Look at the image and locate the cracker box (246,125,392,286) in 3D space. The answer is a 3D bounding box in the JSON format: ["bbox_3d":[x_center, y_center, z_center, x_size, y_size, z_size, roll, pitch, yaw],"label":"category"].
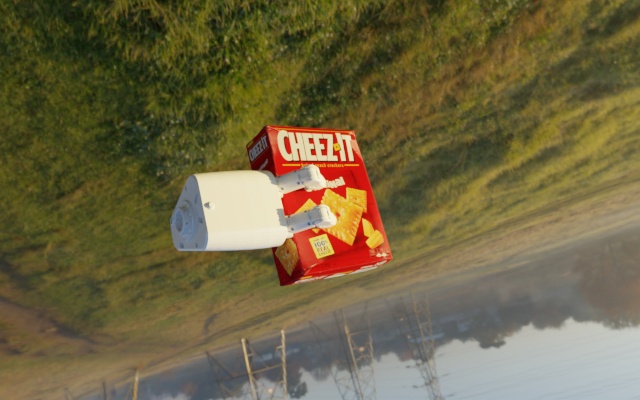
[{"bbox_3d":[0.000,0.002,0.687,0.164,0.213,0.072,-3,-20,-37],"label":"cracker box"}]
